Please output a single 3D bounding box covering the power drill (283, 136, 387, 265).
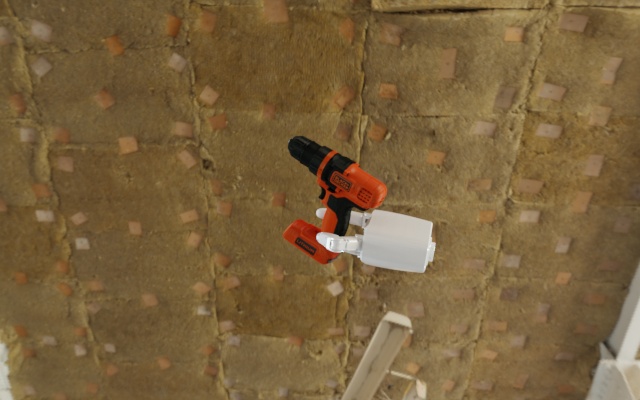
[{"bbox_3d":[0.000,0.003,0.810,0.184,0.188,0.057,34,35,16],"label":"power drill"}]
